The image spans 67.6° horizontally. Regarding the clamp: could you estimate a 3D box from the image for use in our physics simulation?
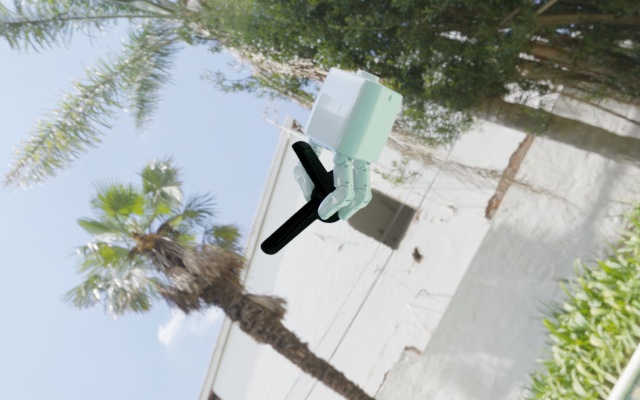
[{"bbox_3d":[0.000,0.002,0.702,0.036,0.164,0.210,32,15,31],"label":"clamp"}]
